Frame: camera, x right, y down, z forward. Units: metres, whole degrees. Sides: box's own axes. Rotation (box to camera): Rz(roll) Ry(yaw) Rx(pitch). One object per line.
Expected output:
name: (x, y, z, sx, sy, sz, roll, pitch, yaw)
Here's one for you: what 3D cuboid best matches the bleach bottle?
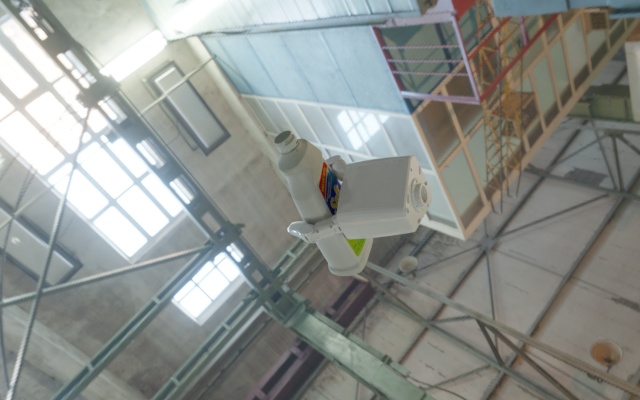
bleach bottle: (0.000, 0.002, 0.745, 0.068, 0.102, 0.251, -8, -48, 33)
